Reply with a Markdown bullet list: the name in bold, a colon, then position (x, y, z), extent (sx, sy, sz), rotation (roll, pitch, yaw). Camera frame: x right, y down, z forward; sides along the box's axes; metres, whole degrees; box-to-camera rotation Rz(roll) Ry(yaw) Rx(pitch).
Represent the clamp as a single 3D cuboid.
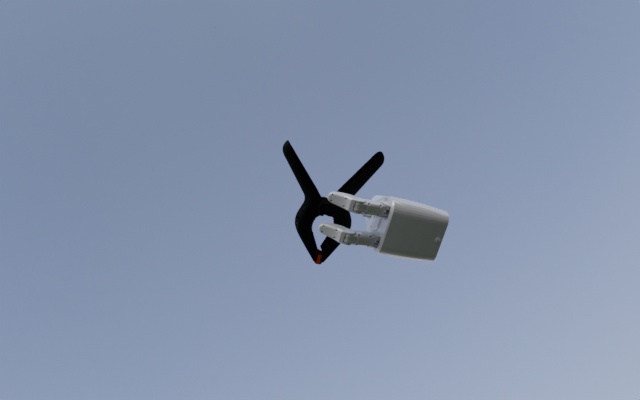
- **clamp**: position (0.000, 0.003, 0.786), extent (0.164, 0.210, 0.036), rotation (13, 17, -11)
